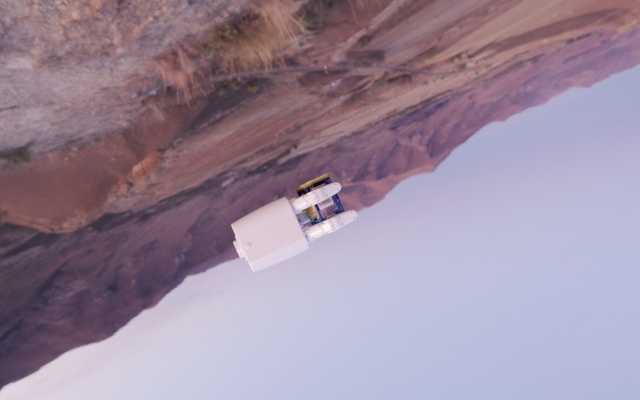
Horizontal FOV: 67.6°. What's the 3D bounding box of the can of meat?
[{"bbox_3d":[0.000,0.003,0.867,0.057,0.084,0.102,-25,1,-14],"label":"can of meat"}]
